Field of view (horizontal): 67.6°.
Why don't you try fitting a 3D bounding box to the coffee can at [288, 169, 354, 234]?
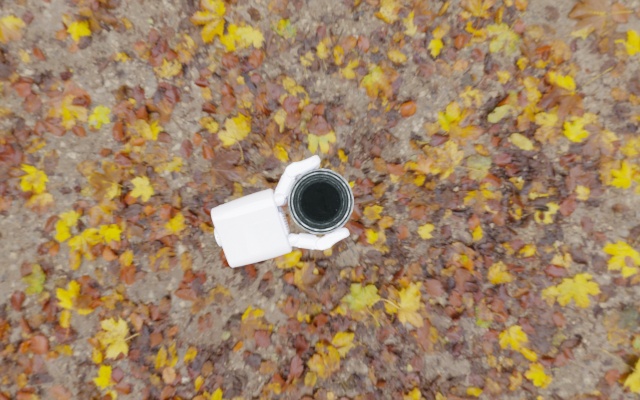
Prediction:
[{"bbox_3d":[0.000,0.003,0.804,0.103,0.103,0.140,0,-1,0],"label":"coffee can"}]
